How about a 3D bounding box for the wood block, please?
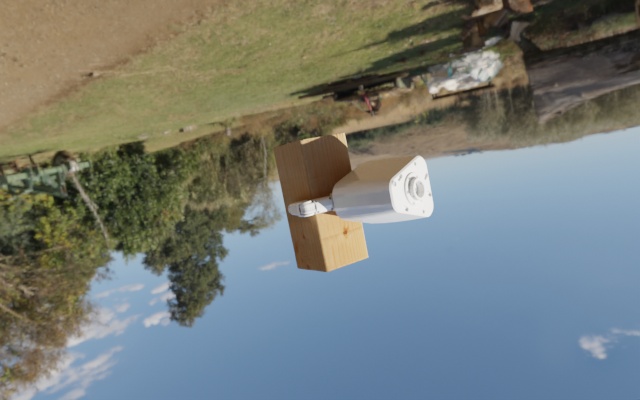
[{"bbox_3d":[0.000,0.003,0.781,0.091,0.206,0.090,-14,5,-34],"label":"wood block"}]
